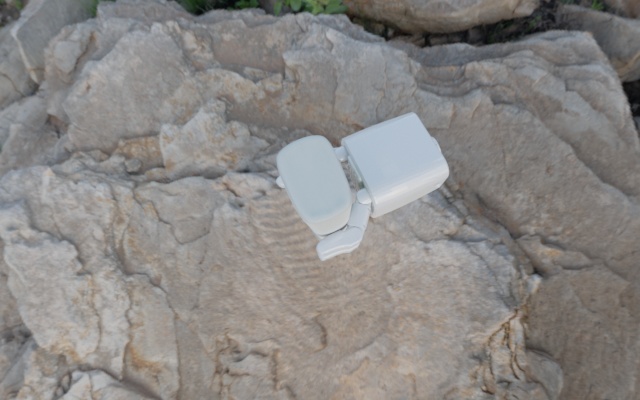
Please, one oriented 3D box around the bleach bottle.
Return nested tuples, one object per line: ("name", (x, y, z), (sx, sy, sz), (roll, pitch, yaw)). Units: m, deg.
("bleach bottle", (0.000, 0.002, 0.646), (0.068, 0.102, 0.251), (-23, -12, -2))
